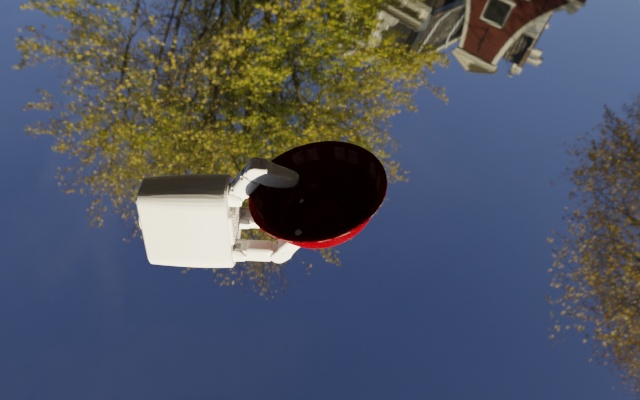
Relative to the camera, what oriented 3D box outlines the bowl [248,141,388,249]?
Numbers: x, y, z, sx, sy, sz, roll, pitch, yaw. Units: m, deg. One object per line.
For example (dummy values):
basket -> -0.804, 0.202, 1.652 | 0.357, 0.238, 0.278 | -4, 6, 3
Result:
bowl -> 0.001, 0.002, 0.562 | 0.162, 0.162, 0.055 | 0, -43, 15
